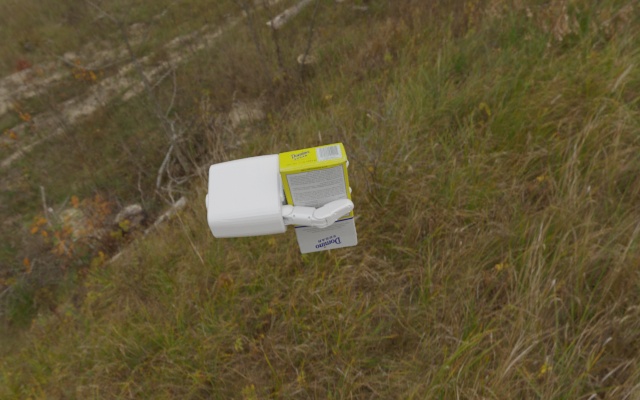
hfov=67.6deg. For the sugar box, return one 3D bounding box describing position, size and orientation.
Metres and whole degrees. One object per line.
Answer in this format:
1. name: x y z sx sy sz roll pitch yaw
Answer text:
1. sugar box: 0.000 0.002 0.708 0.093 0.048 0.176 -9 -44 1
